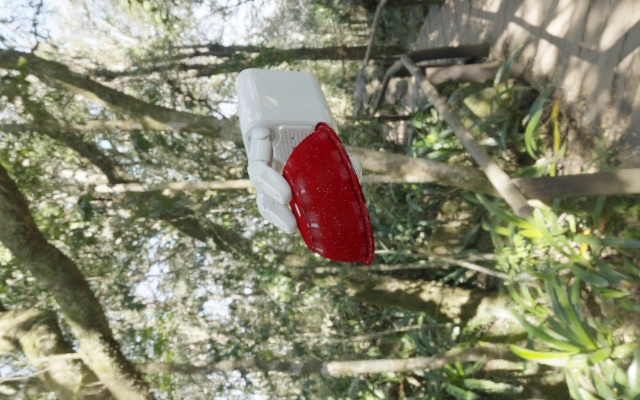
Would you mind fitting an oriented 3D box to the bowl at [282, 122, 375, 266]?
[{"bbox_3d":[0.000,0.003,0.505,0.055,0.162,0.162,-19,3,-10],"label":"bowl"}]
